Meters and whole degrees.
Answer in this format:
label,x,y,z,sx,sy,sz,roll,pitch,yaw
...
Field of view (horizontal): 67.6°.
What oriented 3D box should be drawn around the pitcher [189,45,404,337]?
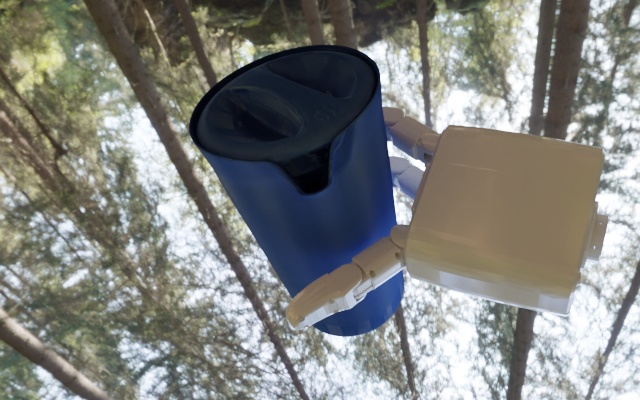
label,x,y,z,sx,sy,sz,roll,pitch,yaw
pitcher,0.000,0.001,0.405,0.145,0.243,0.149,13,52,30
